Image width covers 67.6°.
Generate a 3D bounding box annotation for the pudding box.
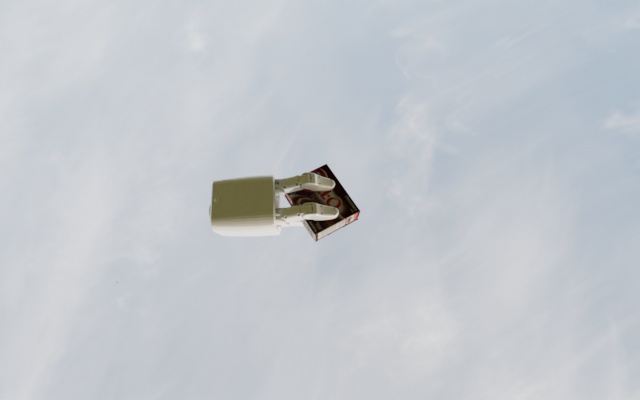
[{"bbox_3d":[0.000,0.003,0.818,0.090,0.113,0.039,-28,-22,-16],"label":"pudding box"}]
